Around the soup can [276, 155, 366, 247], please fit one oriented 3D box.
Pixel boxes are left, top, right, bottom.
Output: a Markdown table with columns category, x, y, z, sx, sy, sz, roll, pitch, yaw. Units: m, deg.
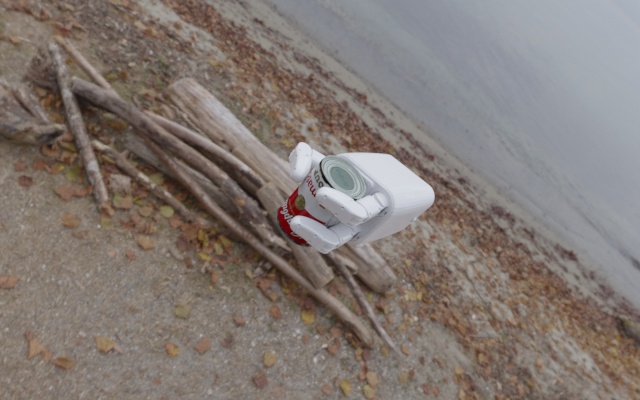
| category | x | y | z | sx | sy | sz | roll | pitch | yaw |
| --- | --- | --- | --- | --- | --- | --- | --- | --- | --- |
| soup can | 0.000 | 0.002 | 0.586 | 0.068 | 0.068 | 0.102 | 0 | -36 | -43 |
